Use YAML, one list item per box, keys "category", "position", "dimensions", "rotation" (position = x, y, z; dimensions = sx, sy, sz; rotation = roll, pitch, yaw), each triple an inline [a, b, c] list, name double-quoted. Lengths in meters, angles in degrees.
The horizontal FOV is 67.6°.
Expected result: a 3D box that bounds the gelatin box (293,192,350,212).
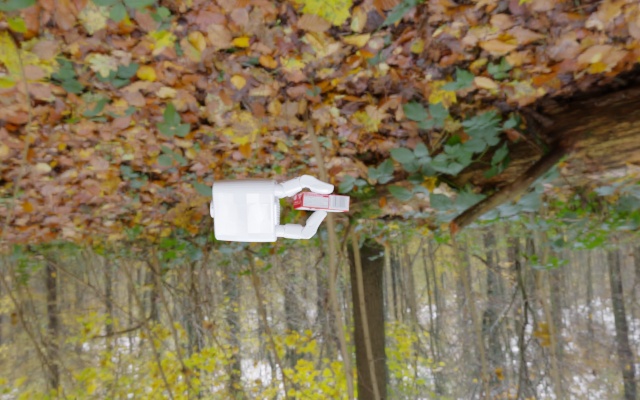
- category: "gelatin box"
  position: [0.000, 0.003, 0.865]
  dimensions: [0.089, 0.030, 0.073]
  rotation: [5, -4, -13]
